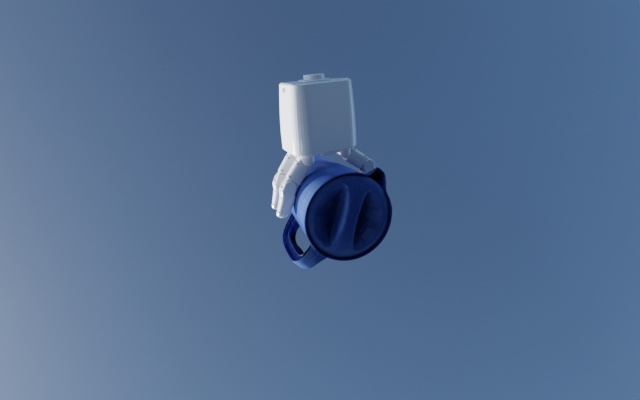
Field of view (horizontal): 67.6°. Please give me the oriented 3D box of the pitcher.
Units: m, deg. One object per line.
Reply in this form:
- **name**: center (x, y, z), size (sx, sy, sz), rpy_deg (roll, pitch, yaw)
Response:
- **pitcher**: center (0.000, 0.002, 0.783), size (0.149, 0.145, 0.242), rpy_deg (-10, 18, -16)
